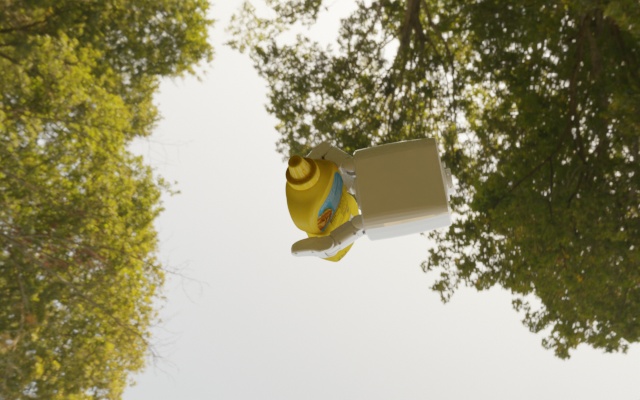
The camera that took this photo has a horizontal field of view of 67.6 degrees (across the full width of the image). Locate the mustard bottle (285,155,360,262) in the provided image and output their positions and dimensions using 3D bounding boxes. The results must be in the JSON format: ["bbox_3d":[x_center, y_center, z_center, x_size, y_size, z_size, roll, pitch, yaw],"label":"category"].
[{"bbox_3d":[0.000,0.002,0.626,0.058,0.096,0.192,13,-24,26],"label":"mustard bottle"}]
